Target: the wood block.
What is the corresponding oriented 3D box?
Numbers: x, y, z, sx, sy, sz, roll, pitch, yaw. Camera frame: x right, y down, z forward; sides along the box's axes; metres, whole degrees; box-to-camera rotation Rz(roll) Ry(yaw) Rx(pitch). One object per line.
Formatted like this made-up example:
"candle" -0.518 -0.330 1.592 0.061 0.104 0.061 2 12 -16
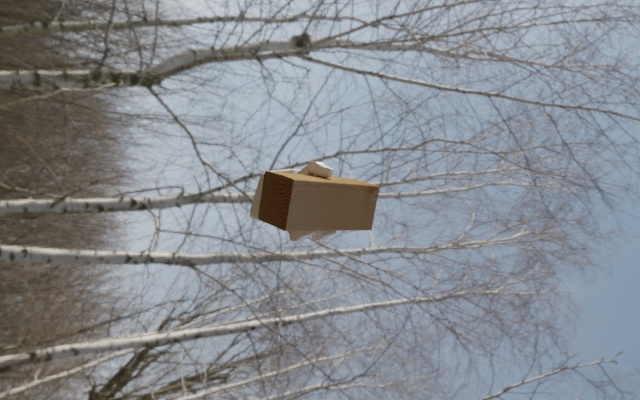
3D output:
"wood block" 0.000 0.003 0.881 0.206 0.091 0.090 2 11 -40
